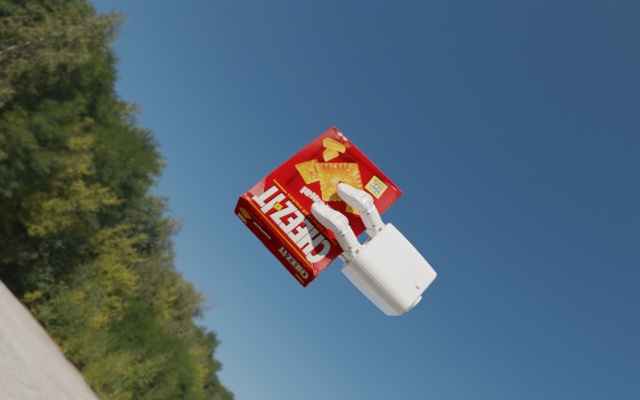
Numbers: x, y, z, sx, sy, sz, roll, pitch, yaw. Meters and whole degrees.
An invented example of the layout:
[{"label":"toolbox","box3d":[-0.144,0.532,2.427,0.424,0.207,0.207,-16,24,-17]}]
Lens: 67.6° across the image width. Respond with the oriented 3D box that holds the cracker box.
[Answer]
[{"label":"cracker box","box3d":[0.000,0.002,0.755,0.213,0.164,0.072,-40,-8,-29]}]
